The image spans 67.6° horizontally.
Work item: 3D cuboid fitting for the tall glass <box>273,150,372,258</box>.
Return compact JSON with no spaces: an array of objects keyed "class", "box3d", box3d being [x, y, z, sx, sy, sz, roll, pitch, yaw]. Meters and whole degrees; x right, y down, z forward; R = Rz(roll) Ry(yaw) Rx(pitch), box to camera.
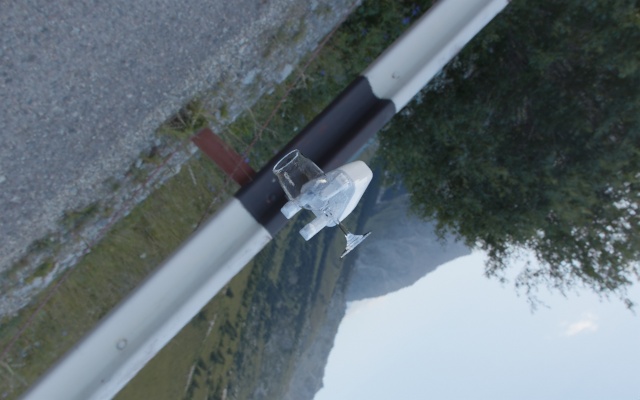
[{"class":"tall glass","box3d":[0.001,0.003,0.863,0.079,0.201,0.079,-40,-5,-4]}]
